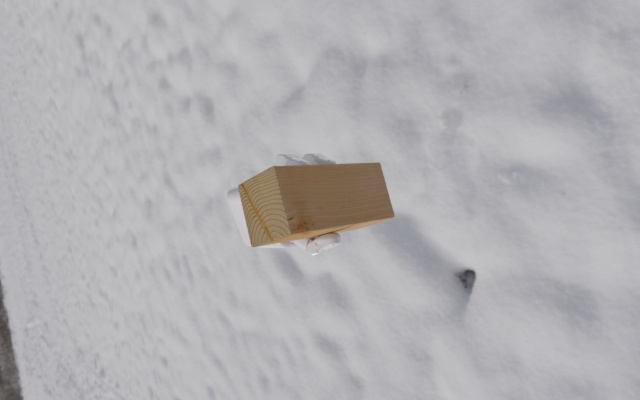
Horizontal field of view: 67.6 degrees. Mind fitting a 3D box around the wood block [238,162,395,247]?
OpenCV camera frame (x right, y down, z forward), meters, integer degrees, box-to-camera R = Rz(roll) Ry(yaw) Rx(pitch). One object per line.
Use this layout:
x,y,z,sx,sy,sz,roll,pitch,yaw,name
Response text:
0.000,0.003,0.683,0.206,0.091,0.090,-7,-11,-43,wood block
